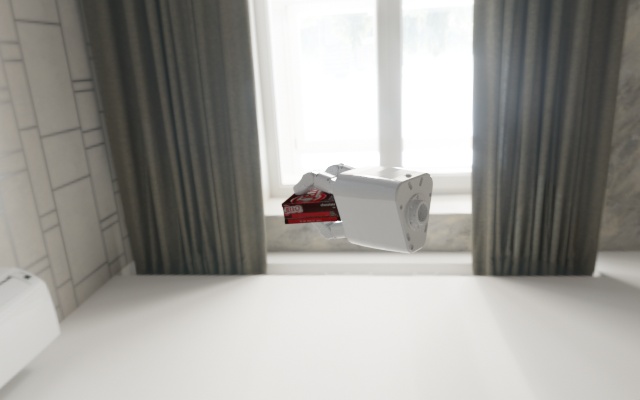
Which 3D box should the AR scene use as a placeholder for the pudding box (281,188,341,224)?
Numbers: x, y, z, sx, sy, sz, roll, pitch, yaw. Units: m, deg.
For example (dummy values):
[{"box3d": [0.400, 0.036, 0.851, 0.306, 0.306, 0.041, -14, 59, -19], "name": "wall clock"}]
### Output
[{"box3d": [0.000, 0.003, 0.747, 0.090, 0.039, 0.113, -3, 13, 17], "name": "pudding box"}]
